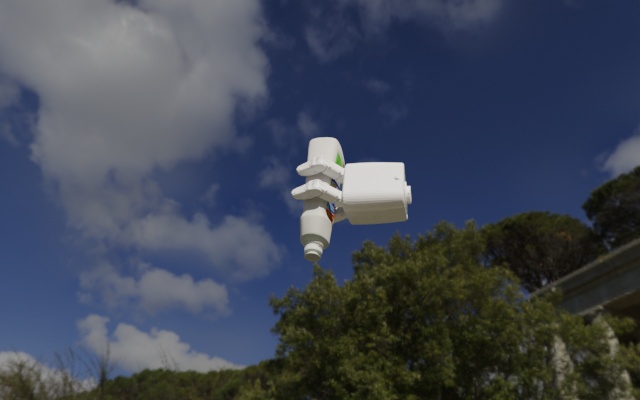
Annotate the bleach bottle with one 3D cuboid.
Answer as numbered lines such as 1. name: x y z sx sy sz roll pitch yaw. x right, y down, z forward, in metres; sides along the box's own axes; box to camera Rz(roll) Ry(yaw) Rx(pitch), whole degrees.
1. bleach bottle: 0.000 0.003 0.888 0.068 0.250 0.103 -2 -38 11
